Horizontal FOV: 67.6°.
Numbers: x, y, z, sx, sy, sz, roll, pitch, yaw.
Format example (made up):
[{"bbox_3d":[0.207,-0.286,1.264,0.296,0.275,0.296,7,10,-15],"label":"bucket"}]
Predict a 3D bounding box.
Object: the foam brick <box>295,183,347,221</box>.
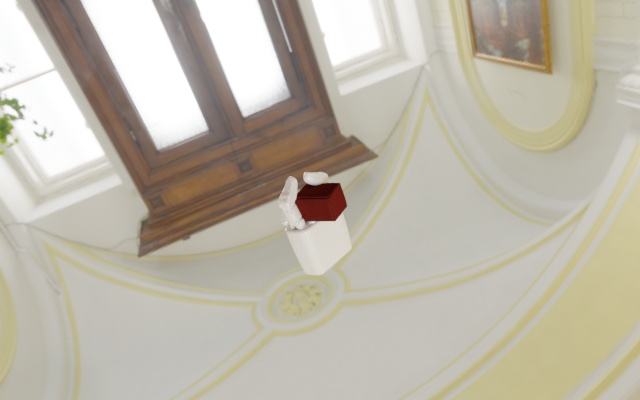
[{"bbox_3d":[0.000,0.003,0.868,0.078,0.051,0.053,-1,32,34],"label":"foam brick"}]
